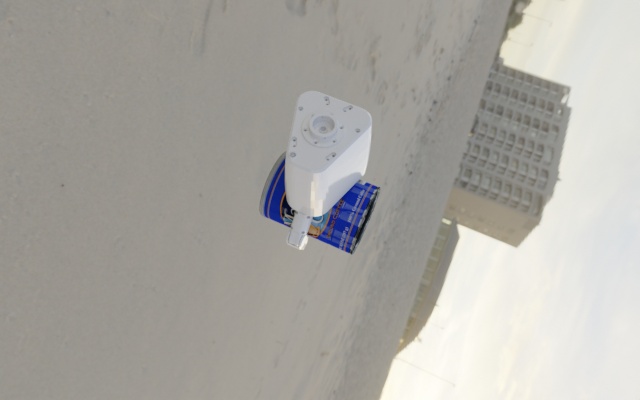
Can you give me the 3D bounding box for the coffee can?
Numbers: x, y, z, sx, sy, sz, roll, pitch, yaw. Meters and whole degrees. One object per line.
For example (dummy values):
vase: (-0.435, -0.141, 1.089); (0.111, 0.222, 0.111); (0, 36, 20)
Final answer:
coffee can: (0.000, 0.002, 0.671); (0.140, 0.103, 0.103); (23, 4, 10)
